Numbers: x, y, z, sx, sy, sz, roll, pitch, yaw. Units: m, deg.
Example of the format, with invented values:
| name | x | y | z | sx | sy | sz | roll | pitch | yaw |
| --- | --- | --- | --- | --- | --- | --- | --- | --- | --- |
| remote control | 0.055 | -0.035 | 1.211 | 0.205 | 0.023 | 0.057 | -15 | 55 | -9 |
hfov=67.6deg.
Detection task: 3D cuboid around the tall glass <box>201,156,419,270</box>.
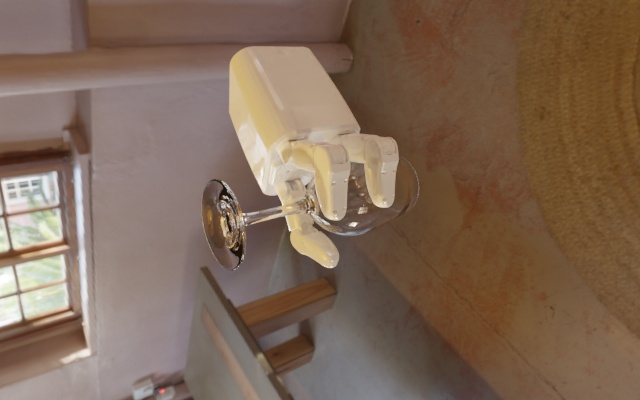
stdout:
| name | x | y | z | sx | sy | sz | roll | pitch | yaw |
| --- | --- | --- | --- | --- | --- | --- | --- | --- | --- |
| tall glass | 0.000 | 0.002 | 0.436 | 0.201 | 0.079 | 0.079 | -12 | 7 | -35 |
